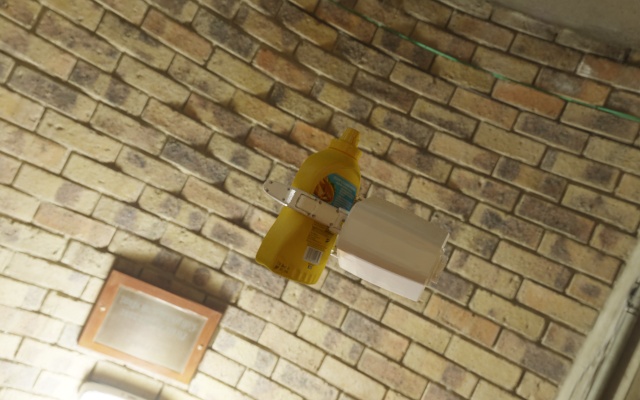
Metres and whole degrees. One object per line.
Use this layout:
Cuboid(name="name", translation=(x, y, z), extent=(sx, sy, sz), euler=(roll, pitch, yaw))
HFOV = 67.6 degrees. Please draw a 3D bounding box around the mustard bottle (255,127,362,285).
Cuboid(name="mustard bottle", translation=(0.000, 0.002, 0.571), extent=(0.058, 0.191, 0.096), euler=(24, -4, 40))
